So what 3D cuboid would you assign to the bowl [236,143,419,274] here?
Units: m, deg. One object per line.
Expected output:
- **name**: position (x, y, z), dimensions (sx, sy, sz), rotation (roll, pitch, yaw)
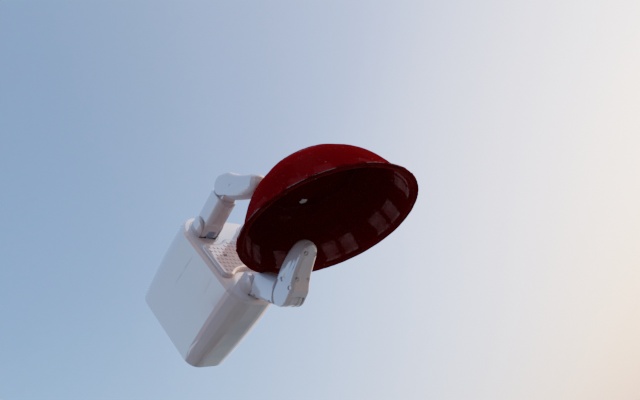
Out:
- **bowl**: position (0.001, 0.000, 0.414), dimensions (0.162, 0.055, 0.162), rotation (-17, -31, -10)
